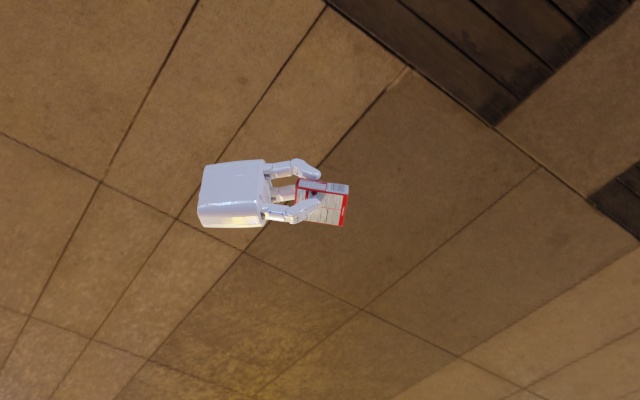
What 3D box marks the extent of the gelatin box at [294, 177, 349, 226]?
[{"bbox_3d":[0.000,0.003,0.810,0.089,0.073,0.030,9,41,2],"label":"gelatin box"}]
